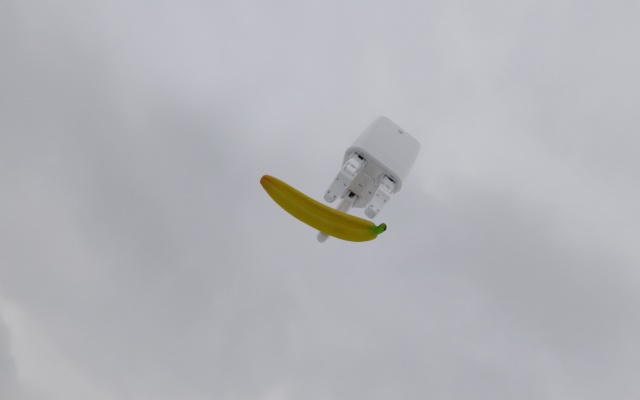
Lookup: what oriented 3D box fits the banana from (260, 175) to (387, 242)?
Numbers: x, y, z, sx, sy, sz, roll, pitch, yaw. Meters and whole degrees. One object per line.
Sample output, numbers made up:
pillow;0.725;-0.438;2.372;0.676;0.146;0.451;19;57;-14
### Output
banana;0.003;0.016;0.675;0.198;0.070;0.037;21;51;20
